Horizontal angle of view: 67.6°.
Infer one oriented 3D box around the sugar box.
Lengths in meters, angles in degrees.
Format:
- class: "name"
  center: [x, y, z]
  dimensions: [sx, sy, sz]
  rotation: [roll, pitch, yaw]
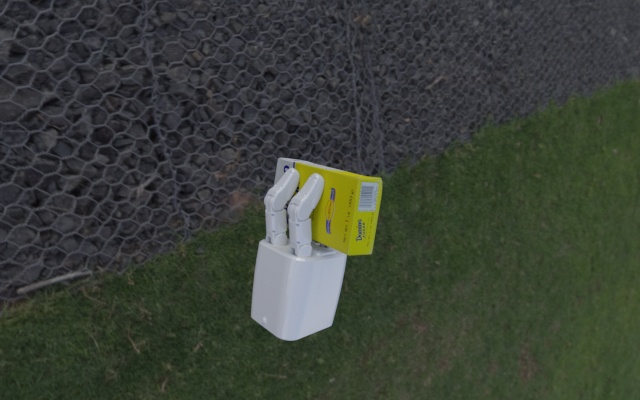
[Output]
- class: "sugar box"
  center: [0.000, 0.002, 0.616]
  dimensions: [0.048, 0.093, 0.176]
  rotation: [2, 9, -40]
